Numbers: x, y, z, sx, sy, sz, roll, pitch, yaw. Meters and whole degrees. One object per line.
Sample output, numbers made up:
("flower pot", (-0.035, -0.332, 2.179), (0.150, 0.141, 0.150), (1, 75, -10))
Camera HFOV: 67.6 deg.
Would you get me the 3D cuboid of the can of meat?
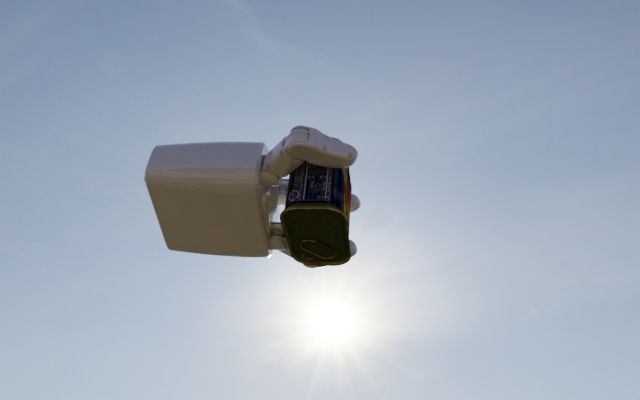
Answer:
("can of meat", (0.000, 0.001, 0.451), (0.057, 0.084, 0.102), (0, -35, 8))
